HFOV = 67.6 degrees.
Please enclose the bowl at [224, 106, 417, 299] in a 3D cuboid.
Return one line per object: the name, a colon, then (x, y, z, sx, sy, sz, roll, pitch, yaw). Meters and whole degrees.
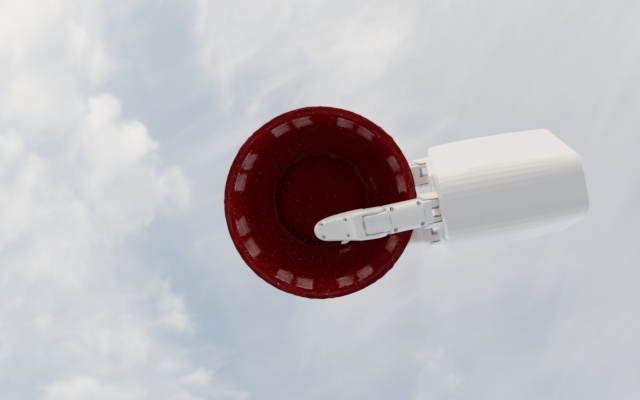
bowl: (-0.001, 0.001, 0.423, 0.162, 0.162, 0.055, 0, 3, 1)
